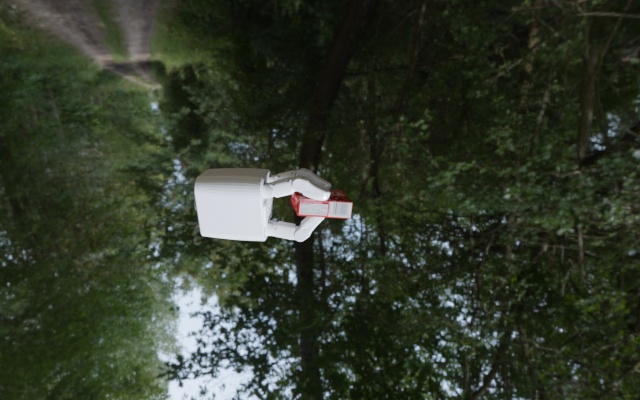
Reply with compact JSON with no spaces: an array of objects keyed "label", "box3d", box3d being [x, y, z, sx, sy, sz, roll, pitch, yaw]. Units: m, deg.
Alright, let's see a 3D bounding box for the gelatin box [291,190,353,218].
[{"label":"gelatin box","box3d":[0.000,0.003,0.770,0.089,0.030,0.073,4,15,-11]}]
